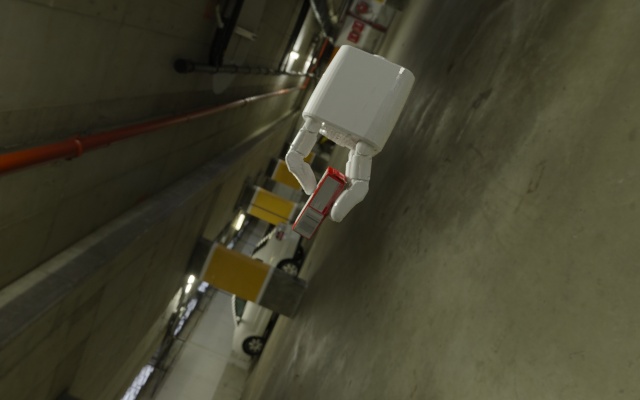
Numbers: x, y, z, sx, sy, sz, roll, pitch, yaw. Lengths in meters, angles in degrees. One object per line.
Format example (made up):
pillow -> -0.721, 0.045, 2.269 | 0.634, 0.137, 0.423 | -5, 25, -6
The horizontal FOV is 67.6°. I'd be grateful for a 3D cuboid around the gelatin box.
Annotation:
gelatin box -> 0.000, 0.002, 0.629 | 0.030, 0.089, 0.073 | 32, 9, -3
